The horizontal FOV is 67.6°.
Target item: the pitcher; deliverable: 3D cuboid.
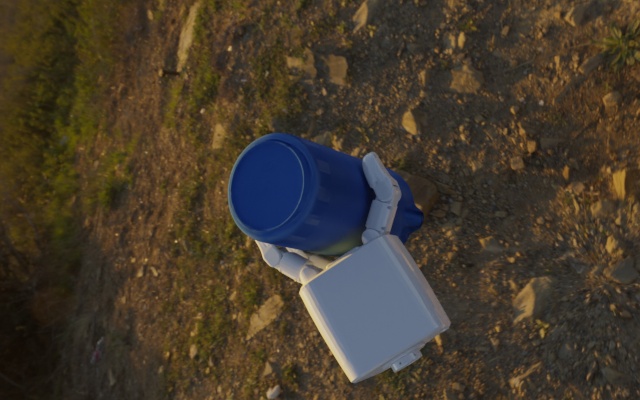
[{"bbox_3d":[0.000,0.002,0.559,0.149,0.145,0.243,-39,-25,20],"label":"pitcher"}]
